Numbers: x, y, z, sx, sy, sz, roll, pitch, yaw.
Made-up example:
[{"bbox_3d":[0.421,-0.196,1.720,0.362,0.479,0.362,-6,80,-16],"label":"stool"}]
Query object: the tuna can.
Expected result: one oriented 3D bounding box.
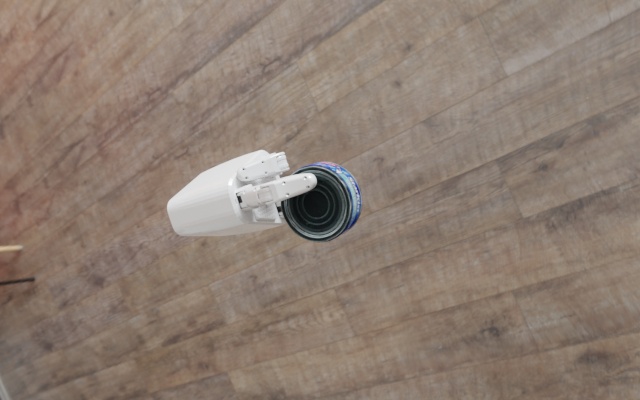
[{"bbox_3d":[0.000,0.002,0.521,0.086,0.086,0.033,0,10,24],"label":"tuna can"}]
